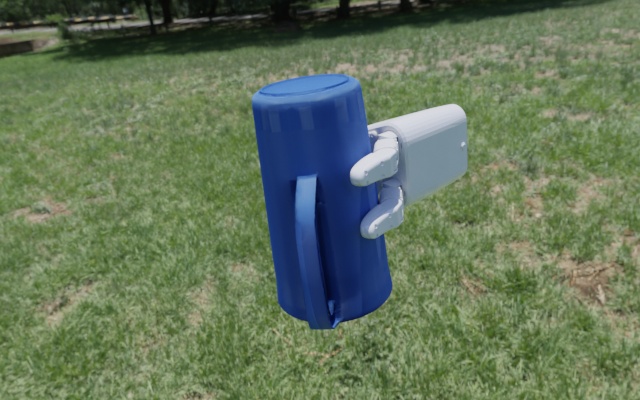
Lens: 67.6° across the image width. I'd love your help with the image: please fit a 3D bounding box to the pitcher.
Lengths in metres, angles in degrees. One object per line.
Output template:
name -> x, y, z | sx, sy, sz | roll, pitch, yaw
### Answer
pitcher -> 0.000, 0.002, 0.498 | 0.145, 0.243, 0.149 | -23, 27, -30
